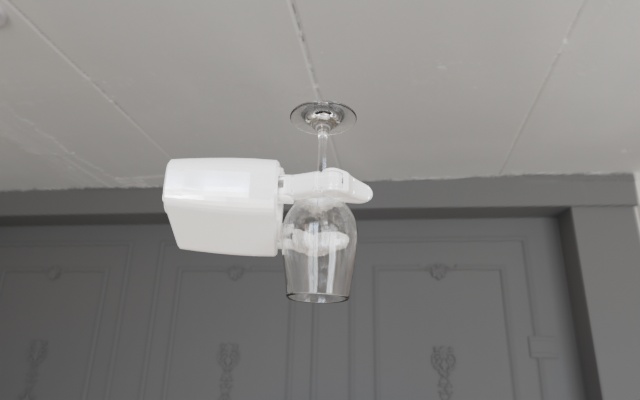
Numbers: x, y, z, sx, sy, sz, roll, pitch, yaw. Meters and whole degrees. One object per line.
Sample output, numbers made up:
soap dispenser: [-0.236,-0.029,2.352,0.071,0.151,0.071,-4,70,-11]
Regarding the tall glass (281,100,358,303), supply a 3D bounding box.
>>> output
tall glass: [0.000,0.001,0.497,0.079,0.201,0.079,1,-20,0]
